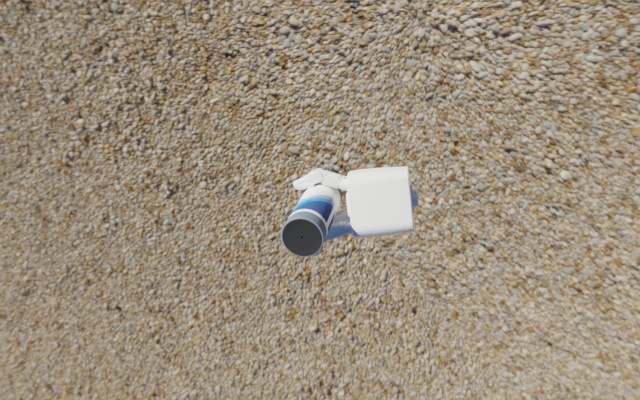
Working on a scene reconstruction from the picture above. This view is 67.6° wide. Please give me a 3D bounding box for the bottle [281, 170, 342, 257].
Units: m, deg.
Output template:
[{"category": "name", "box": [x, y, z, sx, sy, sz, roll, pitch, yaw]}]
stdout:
[{"category": "bottle", "box": [0.000, 0.003, 0.850, 0.069, 0.069, 0.295, 0, 21, 12]}]
